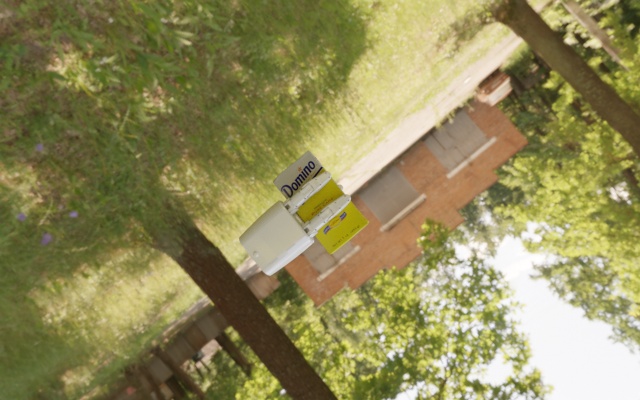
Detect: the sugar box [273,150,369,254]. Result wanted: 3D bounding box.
[{"bbox_3d":[0.000,0.003,0.891,0.093,0.176,0.048,-40,-5,5],"label":"sugar box"}]
